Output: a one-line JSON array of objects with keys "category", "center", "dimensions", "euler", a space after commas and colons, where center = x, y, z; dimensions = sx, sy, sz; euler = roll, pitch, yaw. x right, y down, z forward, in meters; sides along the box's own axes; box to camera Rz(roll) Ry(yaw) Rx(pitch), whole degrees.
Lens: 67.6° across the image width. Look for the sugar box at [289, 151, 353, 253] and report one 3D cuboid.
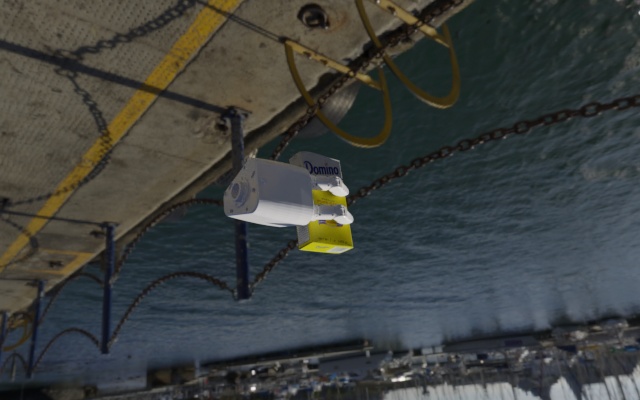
[{"category": "sugar box", "center": [0.000, 0.003, 0.847], "dimensions": [0.093, 0.176, 0.048], "euler": [11, -27, -37]}]
